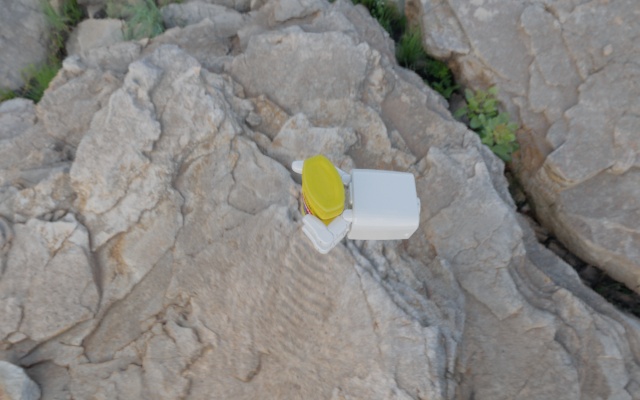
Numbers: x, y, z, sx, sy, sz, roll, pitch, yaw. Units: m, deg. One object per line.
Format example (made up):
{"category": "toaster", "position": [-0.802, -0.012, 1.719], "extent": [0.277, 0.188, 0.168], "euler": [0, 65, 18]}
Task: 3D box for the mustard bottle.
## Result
{"category": "mustard bottle", "position": [0.000, 0.003, 0.808], "extent": [0.058, 0.096, 0.192], "euler": [-21, -16, -10]}
